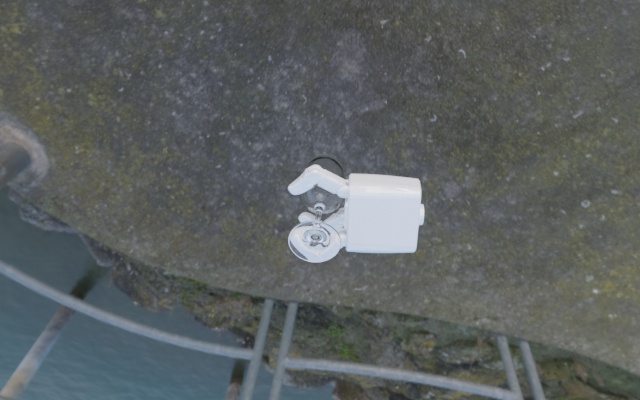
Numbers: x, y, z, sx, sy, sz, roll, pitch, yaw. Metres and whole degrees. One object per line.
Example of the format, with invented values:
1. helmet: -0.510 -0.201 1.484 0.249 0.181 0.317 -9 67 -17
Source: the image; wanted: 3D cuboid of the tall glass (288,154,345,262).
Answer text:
1. tall glass: 0.000 0.003 0.745 0.079 0.079 0.201 0 34 5
